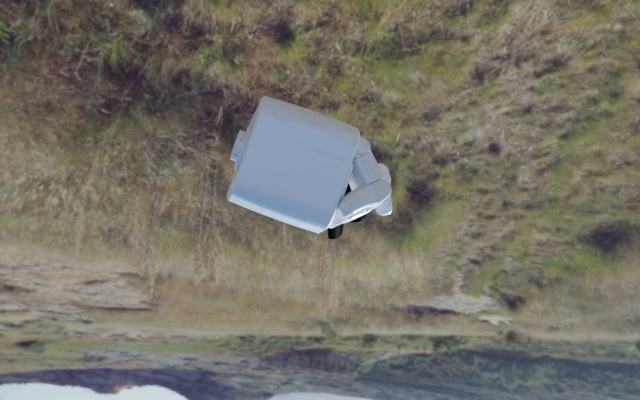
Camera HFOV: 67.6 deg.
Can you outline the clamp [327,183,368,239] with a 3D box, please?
[{"bbox_3d":[0.000,0.003,0.608,0.120,0.039,0.171,22,-24,-13],"label":"clamp"}]
